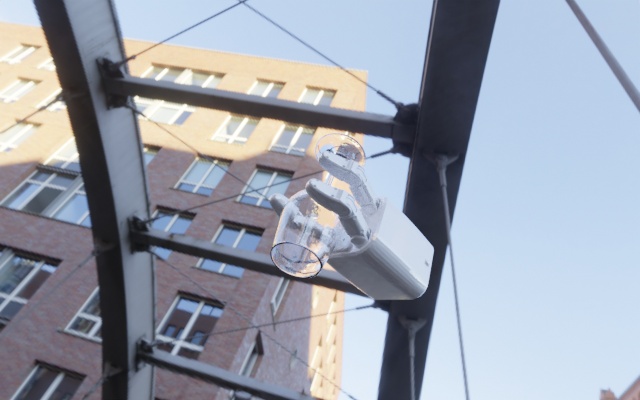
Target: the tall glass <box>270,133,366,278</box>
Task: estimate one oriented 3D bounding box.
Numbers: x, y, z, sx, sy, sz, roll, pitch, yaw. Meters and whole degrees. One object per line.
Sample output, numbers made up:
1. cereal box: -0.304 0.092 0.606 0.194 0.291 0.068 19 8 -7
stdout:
1. tall glass: 0.000 0.001 0.606 0.079 0.079 0.201 0 42 23
